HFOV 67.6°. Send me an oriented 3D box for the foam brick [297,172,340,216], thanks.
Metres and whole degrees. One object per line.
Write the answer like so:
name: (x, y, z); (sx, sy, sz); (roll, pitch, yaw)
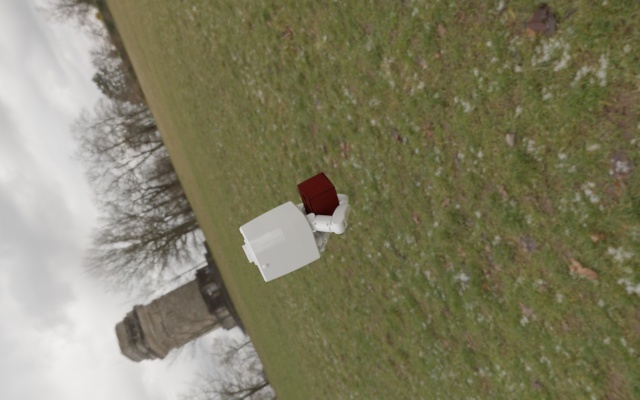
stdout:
foam brick: (0.000, 0.002, 0.826); (0.051, 0.078, 0.053); (-25, 39, -11)
